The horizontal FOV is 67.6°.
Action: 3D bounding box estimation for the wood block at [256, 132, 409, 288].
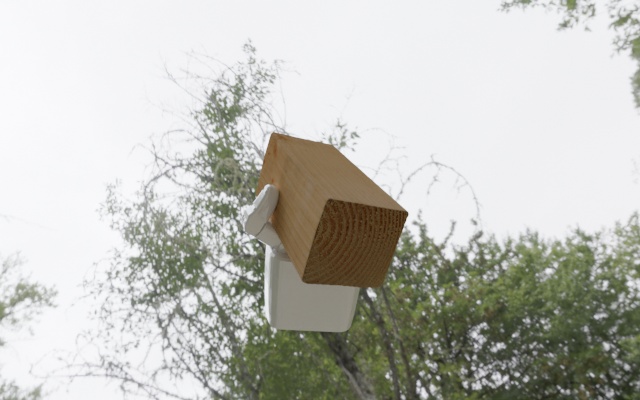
[{"bbox_3d":[0.000,0.002,0.537,0.091,0.090,0.206,8,21,-25],"label":"wood block"}]
